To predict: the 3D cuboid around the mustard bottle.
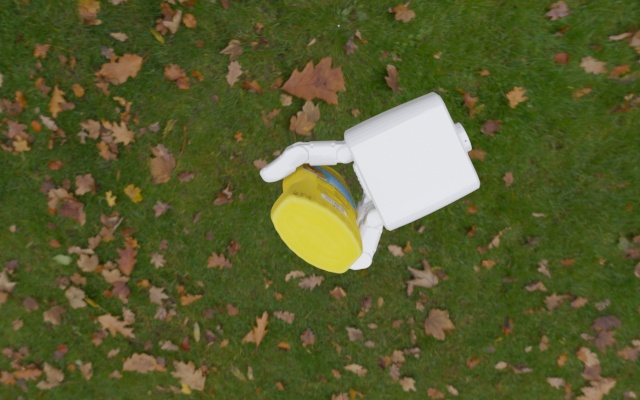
[{"bbox_3d":[0.000,0.002,0.538,0.096,0.058,0.191,37,17,-11],"label":"mustard bottle"}]
